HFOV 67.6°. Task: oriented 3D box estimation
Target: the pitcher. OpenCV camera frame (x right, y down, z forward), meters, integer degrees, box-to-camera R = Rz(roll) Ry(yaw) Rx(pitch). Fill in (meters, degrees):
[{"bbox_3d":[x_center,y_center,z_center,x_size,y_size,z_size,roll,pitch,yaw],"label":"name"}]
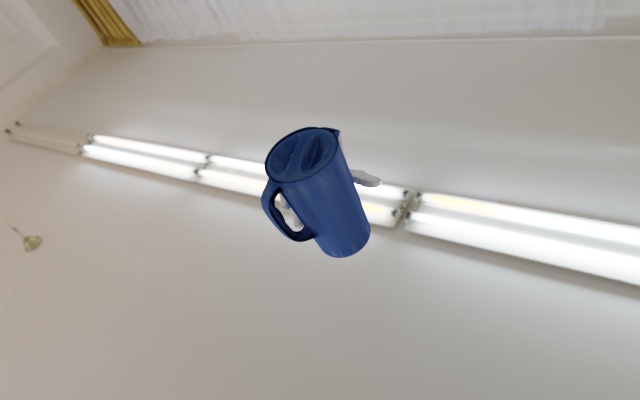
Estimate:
[{"bbox_3d":[0.000,0.003,0.859,0.149,0.145,0.243,-16,-46,14],"label":"pitcher"}]
